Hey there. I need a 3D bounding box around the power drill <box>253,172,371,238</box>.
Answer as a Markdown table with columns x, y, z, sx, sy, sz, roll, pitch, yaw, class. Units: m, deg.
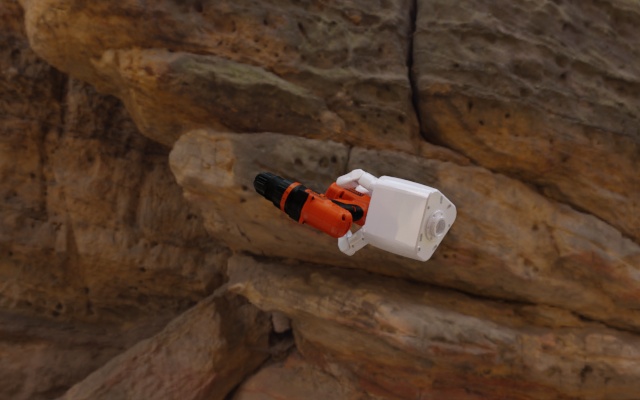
| x | y | z | sx | sy | sz | roll | pitch | yaw | class |
| --- | --- | --- | --- | --- | --- | --- | --- | --- | --- |
| 0.001 | 0.003 | 0.811 | 0.184 | 0.057 | 0.187 | 30 | 16 | 26 | power drill |
